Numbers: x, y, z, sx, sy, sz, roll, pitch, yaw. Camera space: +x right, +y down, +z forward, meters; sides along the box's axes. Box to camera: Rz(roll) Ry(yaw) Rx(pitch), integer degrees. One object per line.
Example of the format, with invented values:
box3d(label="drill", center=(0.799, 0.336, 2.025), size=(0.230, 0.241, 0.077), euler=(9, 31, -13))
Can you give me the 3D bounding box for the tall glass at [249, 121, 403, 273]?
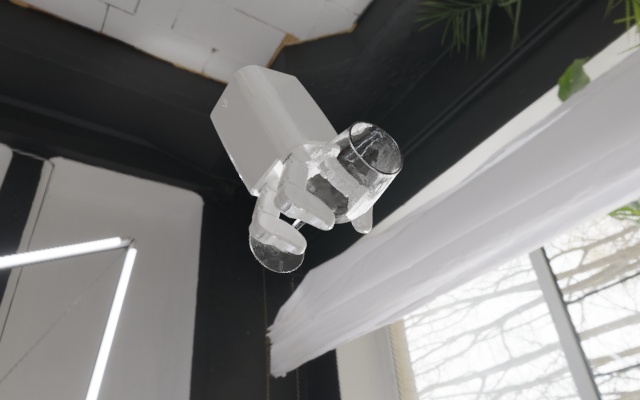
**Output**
box3d(label="tall glass", center=(0.000, 0.002, 0.508), size=(0.079, 0.079, 0.201), euler=(0, -31, -38))
